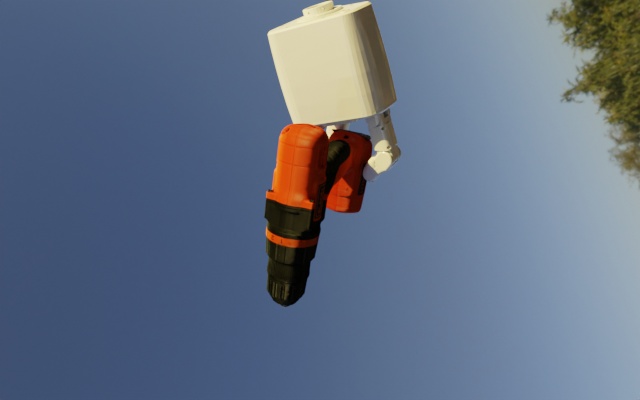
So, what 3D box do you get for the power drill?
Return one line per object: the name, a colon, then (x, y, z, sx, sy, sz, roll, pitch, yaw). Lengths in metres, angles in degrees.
power drill: (0.000, 0.001, 0.521, 0.057, 0.184, 0.187, 15, 20, 16)
